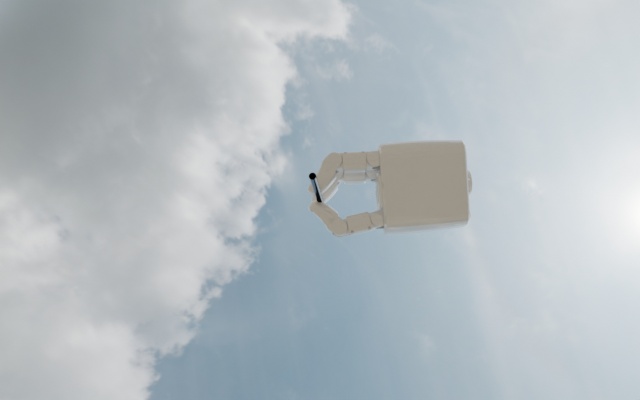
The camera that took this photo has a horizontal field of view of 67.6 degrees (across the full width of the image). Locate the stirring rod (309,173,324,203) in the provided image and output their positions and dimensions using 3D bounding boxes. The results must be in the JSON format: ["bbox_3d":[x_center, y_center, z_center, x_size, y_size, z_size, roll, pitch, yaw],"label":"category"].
[{"bbox_3d":[0.000,0.002,0.625,0.011,0.011,0.239,0,-13,4],"label":"stirring rod"}]
